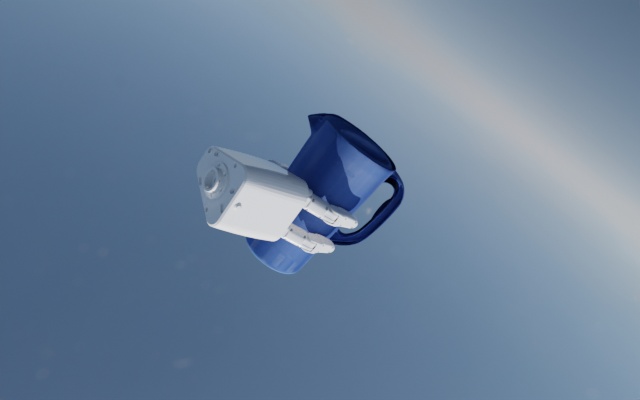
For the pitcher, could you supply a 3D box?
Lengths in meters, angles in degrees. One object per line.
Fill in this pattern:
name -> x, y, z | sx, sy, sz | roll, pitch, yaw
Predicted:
pitcher -> 0.000, 0.002, 0.735 | 0.145, 0.243, 0.149 | 17, 29, -46
